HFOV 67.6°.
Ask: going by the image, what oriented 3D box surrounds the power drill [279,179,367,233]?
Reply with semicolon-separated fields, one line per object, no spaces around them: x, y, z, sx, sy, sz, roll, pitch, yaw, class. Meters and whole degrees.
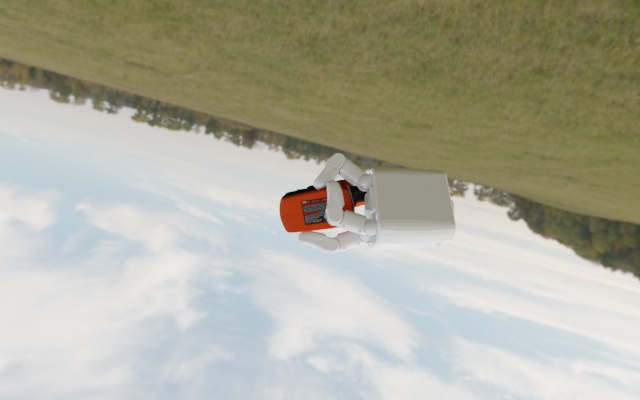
0.000;0.003;0.755;0.184;0.057;0.187;-11;7;16;power drill
